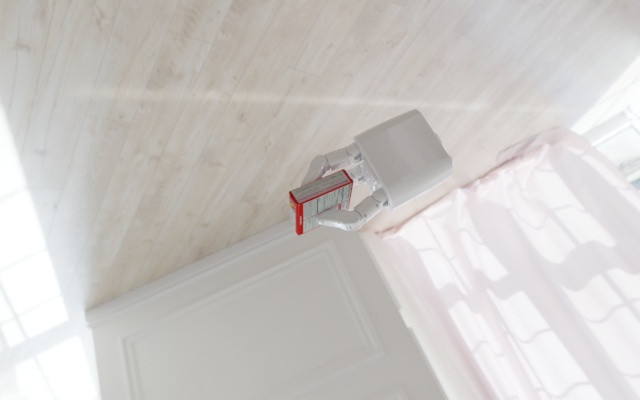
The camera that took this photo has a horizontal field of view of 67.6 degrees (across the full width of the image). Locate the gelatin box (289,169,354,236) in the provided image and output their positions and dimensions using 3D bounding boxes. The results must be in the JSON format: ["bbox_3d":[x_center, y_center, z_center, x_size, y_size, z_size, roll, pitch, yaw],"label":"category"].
[{"bbox_3d":[0.000,0.003,0.669,0.089,0.030,0.073,-24,-33,-20],"label":"gelatin box"}]
